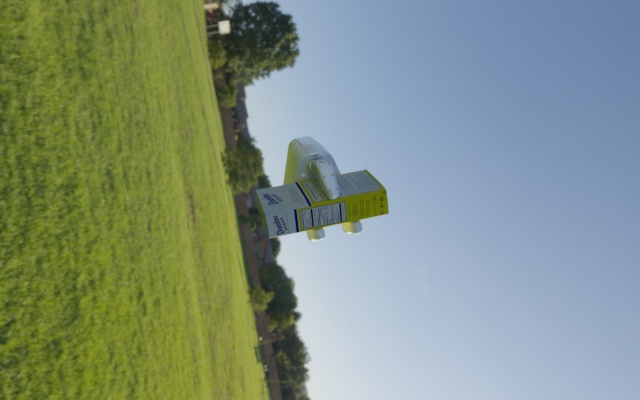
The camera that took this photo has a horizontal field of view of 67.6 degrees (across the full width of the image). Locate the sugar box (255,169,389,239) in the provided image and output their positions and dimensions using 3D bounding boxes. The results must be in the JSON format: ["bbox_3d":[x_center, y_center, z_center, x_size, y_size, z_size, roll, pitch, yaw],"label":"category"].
[{"bbox_3d":[0.000,0.003,0.691,0.176,0.048,0.093,-13,25,-10],"label":"sugar box"}]
